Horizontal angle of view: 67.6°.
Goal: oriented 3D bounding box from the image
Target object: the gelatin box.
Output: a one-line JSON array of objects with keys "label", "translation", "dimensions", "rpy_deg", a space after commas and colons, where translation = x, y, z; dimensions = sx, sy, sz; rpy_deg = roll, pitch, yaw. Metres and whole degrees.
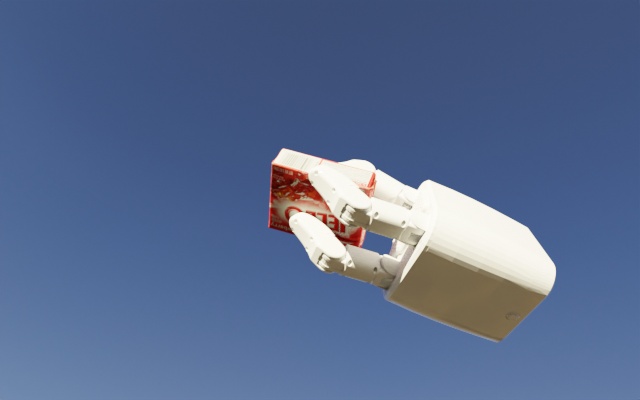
[{"label": "gelatin box", "translation": [0.000, 0.001, 0.424], "dimensions": [0.089, 0.073, 0.030], "rpy_deg": [16, 39, 11]}]
